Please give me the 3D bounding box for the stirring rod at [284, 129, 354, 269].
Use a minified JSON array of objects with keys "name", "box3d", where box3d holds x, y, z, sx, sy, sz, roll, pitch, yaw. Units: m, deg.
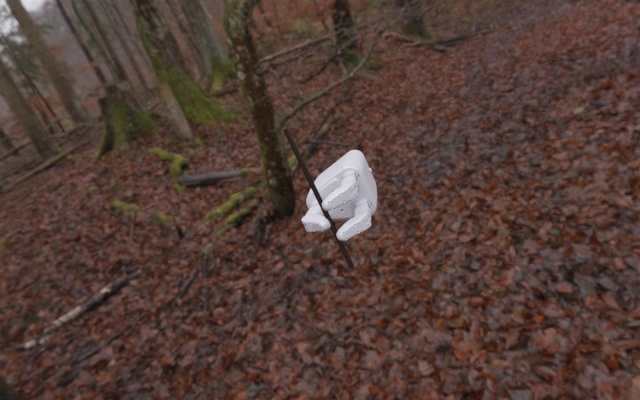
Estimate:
[{"name":"stirring rod","box3d":[0.000,0.002,0.717,0.011,0.239,0.011,-23,18,8]}]
